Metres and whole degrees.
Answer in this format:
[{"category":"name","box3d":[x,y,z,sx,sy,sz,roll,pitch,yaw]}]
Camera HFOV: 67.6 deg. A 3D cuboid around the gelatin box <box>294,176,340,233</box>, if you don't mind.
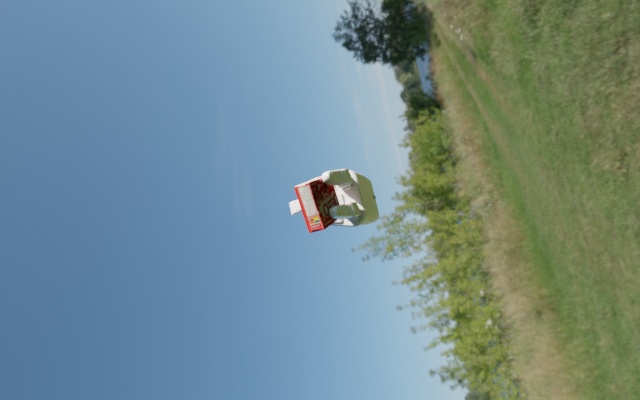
[{"category":"gelatin box","box3d":[0.000,0.003,0.735,0.030,0.073,0.089,-15,6,25]}]
